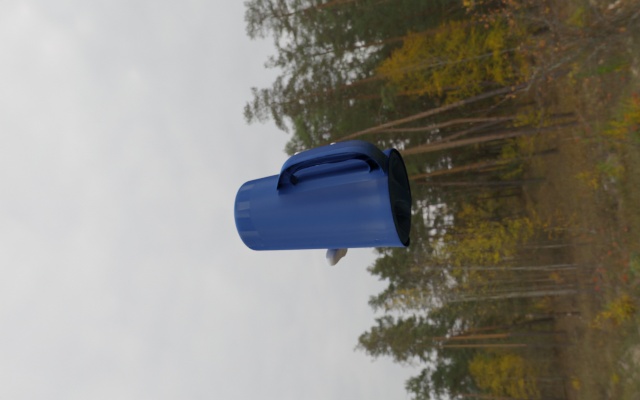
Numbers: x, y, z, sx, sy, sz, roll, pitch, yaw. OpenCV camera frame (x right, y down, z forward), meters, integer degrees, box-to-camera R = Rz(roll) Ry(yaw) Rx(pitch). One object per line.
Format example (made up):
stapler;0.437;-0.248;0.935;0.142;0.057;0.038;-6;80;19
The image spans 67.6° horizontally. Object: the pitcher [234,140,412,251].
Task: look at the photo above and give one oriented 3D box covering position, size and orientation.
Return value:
pitcher;0.000;0.002;0.674;0.243;0.149;0.145;-7;4;21
